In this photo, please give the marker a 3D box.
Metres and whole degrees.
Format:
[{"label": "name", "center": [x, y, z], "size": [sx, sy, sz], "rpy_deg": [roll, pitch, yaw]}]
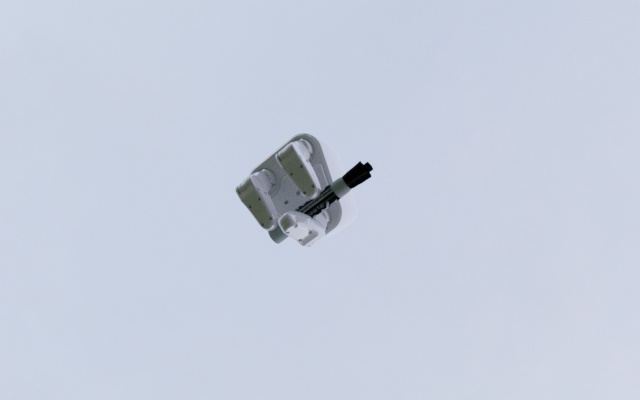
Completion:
[{"label": "marker", "center": [0.000, 0.002, 0.464], "size": [0.121, 0.020, 0.020], "rpy_deg": [-36, -10, 14]}]
